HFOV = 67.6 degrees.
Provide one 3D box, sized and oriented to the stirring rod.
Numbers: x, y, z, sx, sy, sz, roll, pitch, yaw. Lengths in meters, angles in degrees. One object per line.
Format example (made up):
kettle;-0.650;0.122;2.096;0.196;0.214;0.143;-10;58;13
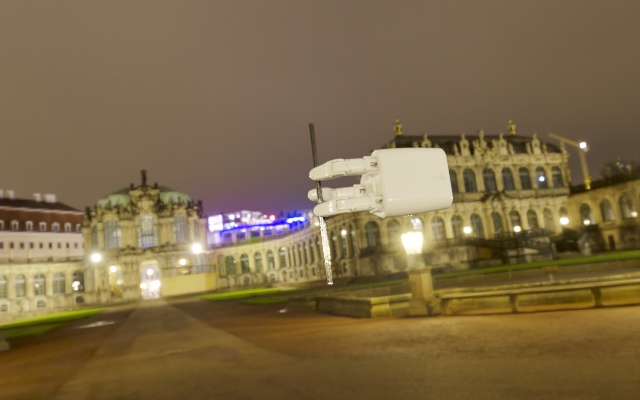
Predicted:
stirring rod;0.000;0.002;0.706;0.011;0.239;0.011;-7;-8;-1
